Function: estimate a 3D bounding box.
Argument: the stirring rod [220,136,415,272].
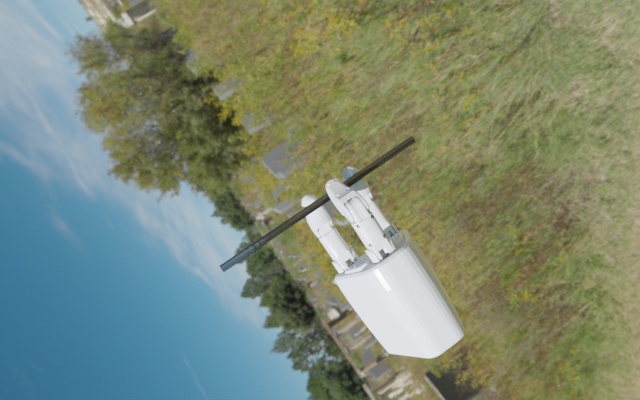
[{"bbox_3d":[0.000,0.002,0.493,0.239,0.011,0.011,-34,5,-8],"label":"stirring rod"}]
